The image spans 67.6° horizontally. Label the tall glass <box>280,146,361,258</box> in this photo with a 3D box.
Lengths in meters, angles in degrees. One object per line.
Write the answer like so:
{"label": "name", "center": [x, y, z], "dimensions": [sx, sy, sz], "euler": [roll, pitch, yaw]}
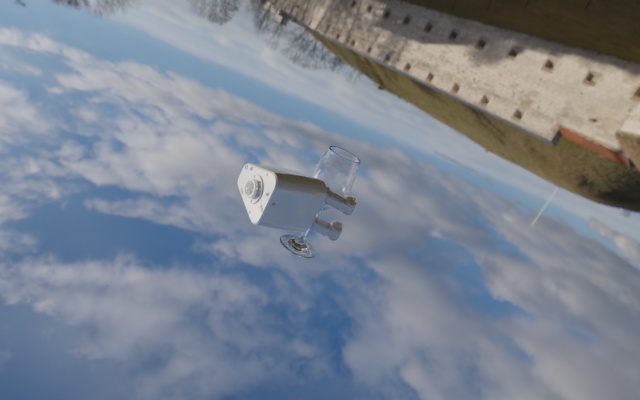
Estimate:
{"label": "tall glass", "center": [0.000, 0.003, 0.867], "dimensions": [0.079, 0.201, 0.079], "euler": [25, 19, -9]}
